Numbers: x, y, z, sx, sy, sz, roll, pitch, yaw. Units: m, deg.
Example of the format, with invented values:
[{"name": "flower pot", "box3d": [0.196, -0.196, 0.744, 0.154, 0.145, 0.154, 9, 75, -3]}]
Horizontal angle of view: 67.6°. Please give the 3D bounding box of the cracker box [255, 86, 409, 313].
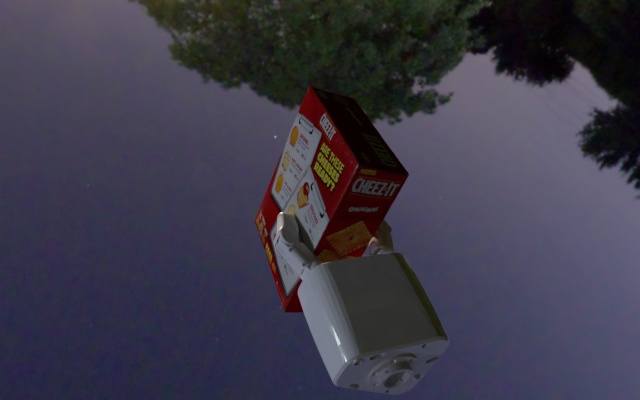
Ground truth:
[{"name": "cracker box", "box3d": [0.000, 0.002, 0.567, 0.072, 0.214, 0.164, 7, 36, -28]}]
